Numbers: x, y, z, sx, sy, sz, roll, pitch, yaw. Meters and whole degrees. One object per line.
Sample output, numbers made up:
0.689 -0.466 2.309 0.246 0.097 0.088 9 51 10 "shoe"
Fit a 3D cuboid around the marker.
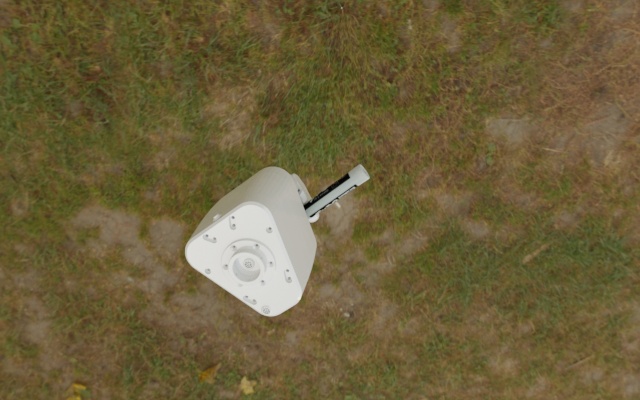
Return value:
0.000 0.002 0.530 0.121 0.020 0.020 -35 -11 15 "marker"
